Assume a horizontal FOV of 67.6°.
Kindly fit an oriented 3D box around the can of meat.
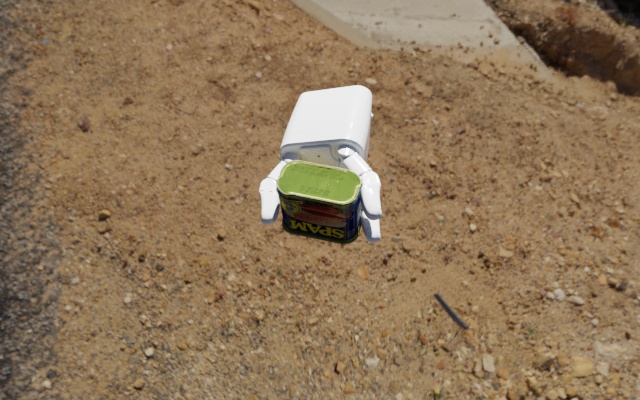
[{"bbox_3d":[0.000,0.002,0.578,0.102,0.057,0.084,11,-34,11],"label":"can of meat"}]
